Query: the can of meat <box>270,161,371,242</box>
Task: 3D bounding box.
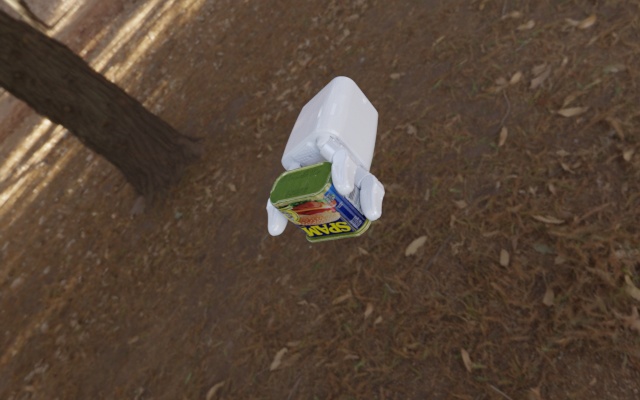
[{"bbox_3d":[0.000,0.002,0.582,0.102,0.057,0.084,-11,-43,39],"label":"can of meat"}]
